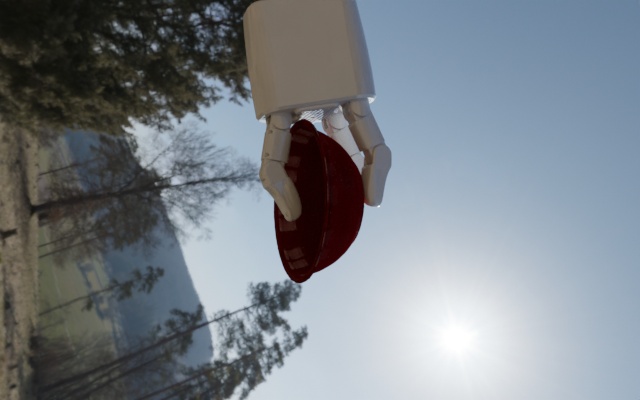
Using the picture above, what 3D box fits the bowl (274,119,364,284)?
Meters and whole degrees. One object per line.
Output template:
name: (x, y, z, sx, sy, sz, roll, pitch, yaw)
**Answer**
bowl: (0.000, 0.003, 0.482, 0.055, 0.162, 0.162, 2, -1, -21)
